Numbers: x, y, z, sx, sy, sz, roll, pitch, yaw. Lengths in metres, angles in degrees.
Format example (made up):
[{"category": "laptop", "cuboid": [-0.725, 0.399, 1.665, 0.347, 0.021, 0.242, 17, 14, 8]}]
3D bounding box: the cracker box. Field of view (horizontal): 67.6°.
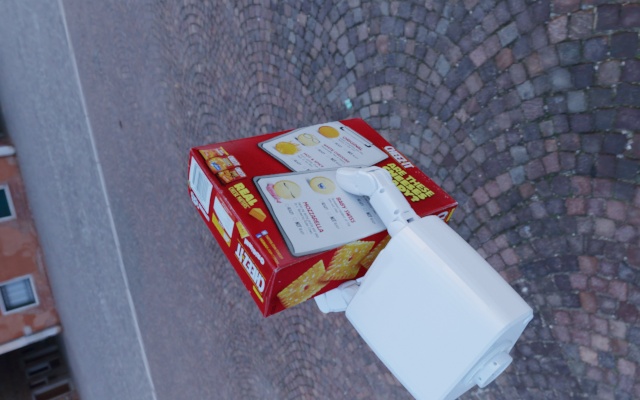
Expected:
[{"category": "cracker box", "cuboid": [0.000, 0.001, 0.476, 0.213, 0.072, 0.164, -16, 49, -34]}]
